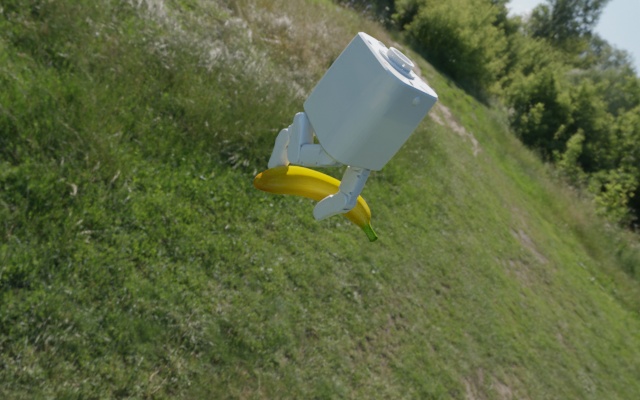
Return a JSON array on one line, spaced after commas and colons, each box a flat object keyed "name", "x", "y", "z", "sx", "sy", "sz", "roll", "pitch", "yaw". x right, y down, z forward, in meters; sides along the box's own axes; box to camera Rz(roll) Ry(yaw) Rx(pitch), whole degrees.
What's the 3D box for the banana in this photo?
[{"name": "banana", "x": 0.000, "y": -0.009, "z": 0.626, "sx": 0.198, "sy": 0.037, "sz": 0.069, "roll": 24, "pitch": 30, "yaw": -29}]
